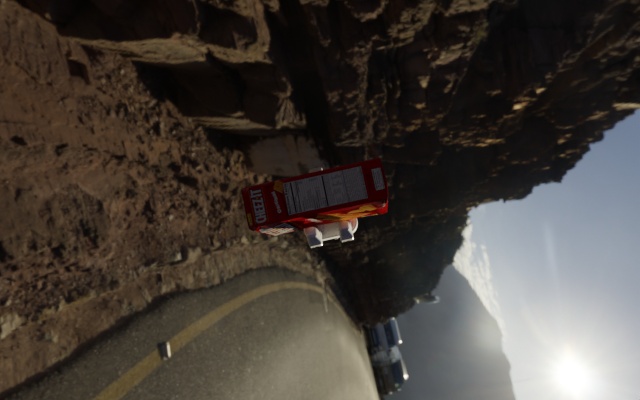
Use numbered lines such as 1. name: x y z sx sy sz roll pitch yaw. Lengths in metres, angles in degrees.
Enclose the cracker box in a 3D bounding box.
1. cracker box: 0.000 0.002 0.770 0.214 0.072 0.164 -13 -9 5
